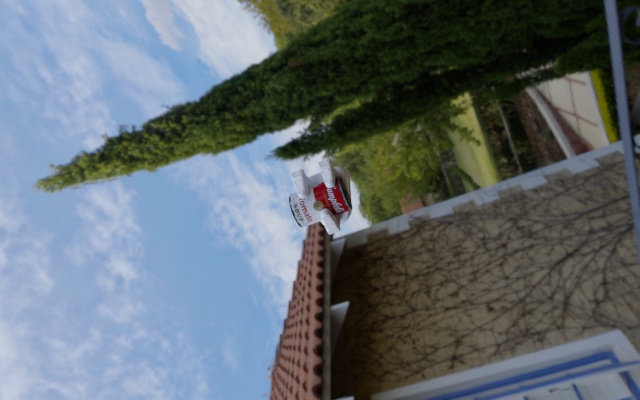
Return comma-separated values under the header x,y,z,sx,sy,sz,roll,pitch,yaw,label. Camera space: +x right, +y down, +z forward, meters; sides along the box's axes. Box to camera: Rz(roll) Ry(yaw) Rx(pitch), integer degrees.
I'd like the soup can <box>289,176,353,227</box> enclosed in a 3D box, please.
x,y,z,sx,sy,sz,roll,pitch,yaw,label
0.000,0.003,0.892,0.102,0.068,0.068,-21,-4,11,soup can
